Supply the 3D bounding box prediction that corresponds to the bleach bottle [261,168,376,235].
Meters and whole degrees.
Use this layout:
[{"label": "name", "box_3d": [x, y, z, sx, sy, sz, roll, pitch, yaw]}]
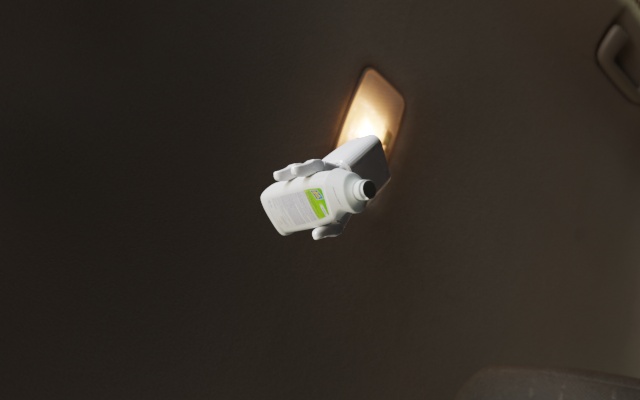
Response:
[{"label": "bleach bottle", "box_3d": [0.000, 0.003, 0.809, 0.068, 0.102, 0.251, -42, 20, -34]}]
